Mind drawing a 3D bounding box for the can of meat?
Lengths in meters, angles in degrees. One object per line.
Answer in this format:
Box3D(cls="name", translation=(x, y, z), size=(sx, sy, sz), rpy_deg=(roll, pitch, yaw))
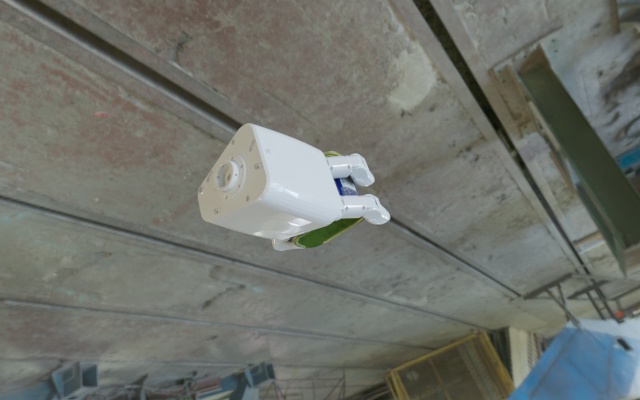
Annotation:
Box3D(cls="can of meat", translation=(0.000, 0.002, 0.606), size=(0.102, 0.084, 0.057), rpy_deg=(-34, -33, 25))
